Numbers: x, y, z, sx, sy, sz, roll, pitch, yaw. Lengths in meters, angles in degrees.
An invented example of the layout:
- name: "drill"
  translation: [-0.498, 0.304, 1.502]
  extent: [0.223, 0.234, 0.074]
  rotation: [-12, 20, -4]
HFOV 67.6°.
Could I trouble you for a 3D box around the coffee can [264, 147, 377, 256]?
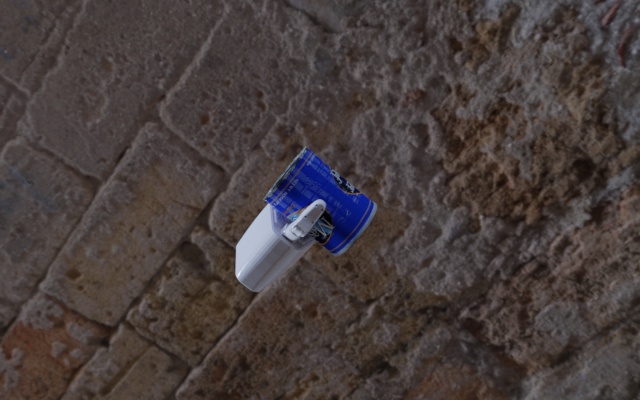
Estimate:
- name: "coffee can"
  translation: [0.000, 0.002, 0.724]
  extent: [0.140, 0.103, 0.103]
  rotation: [39, -7, -8]
